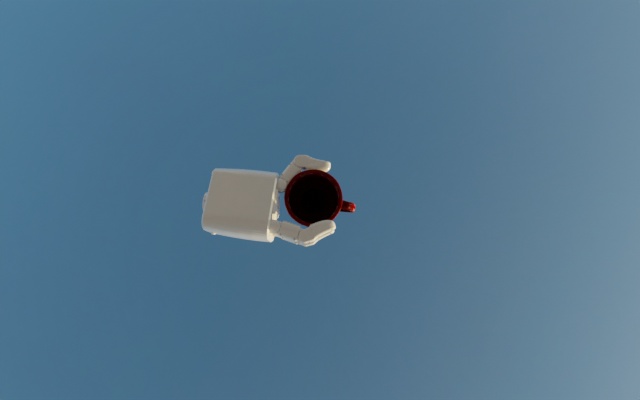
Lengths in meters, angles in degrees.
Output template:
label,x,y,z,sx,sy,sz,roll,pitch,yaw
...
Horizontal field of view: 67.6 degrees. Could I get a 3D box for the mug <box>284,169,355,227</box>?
label,x,y,z,sx,sy,sz,roll,pitch,yaw
mug,0.002,0.003,0.797,0.117,0.093,0.081,8,-7,0
